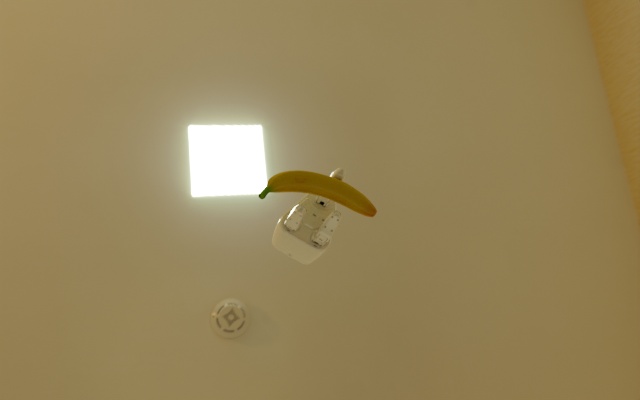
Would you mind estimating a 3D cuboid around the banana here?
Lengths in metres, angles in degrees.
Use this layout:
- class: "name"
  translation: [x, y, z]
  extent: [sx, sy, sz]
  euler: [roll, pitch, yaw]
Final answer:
- class: "banana"
  translation: [-0.003, -0.014, 0.780]
  extent: [0.198, 0.069, 0.037]
  euler: [8, -30, -14]
